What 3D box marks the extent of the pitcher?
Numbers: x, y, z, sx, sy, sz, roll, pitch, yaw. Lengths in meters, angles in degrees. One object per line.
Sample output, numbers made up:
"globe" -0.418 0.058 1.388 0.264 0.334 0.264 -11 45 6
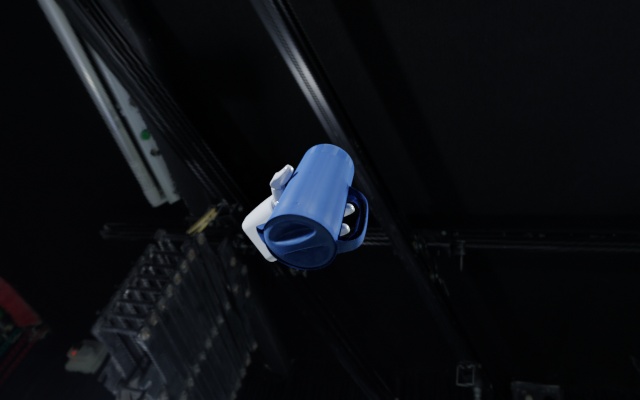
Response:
"pitcher" 0.000 0.003 0.893 0.149 0.242 0.145 40 -50 -17
